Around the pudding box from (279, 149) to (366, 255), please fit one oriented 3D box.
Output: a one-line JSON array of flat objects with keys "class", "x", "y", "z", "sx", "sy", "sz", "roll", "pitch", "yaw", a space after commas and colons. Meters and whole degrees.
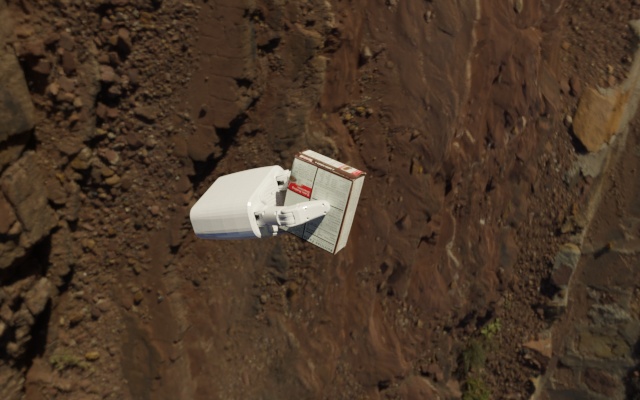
[{"class": "pudding box", "x": 0.000, "y": 0.002, "z": 0.620, "sx": 0.090, "sy": 0.113, "sz": 0.039, "roll": 24, "pitch": 29, "yaw": 20}]
